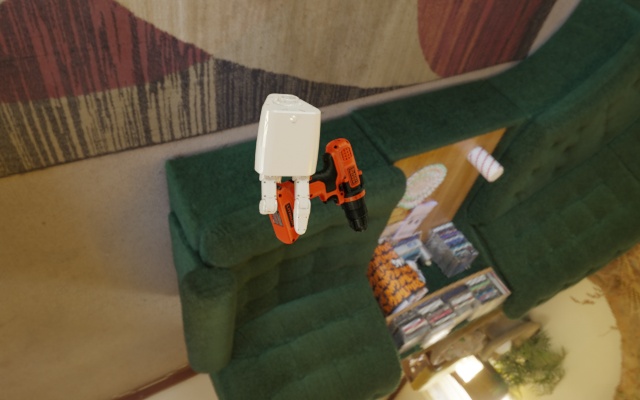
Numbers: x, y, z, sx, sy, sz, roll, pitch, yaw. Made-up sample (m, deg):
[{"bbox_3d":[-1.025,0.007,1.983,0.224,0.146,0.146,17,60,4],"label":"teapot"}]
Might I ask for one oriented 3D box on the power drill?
[{"bbox_3d":[0.000,0.003,0.856,0.187,0.184,0.057,-28,21,-29],"label":"power drill"}]
